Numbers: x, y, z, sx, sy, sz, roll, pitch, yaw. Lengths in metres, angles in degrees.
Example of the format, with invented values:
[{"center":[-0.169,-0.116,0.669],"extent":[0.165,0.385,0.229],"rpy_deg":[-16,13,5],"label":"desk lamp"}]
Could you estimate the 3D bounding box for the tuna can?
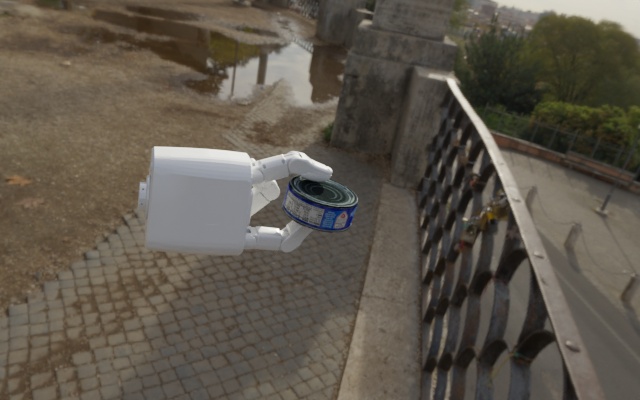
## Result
[{"center":[0.000,0.001,0.561],"extent":[0.086,0.034,0.086],"rpy_deg":[15,23,-6],"label":"tuna can"}]
